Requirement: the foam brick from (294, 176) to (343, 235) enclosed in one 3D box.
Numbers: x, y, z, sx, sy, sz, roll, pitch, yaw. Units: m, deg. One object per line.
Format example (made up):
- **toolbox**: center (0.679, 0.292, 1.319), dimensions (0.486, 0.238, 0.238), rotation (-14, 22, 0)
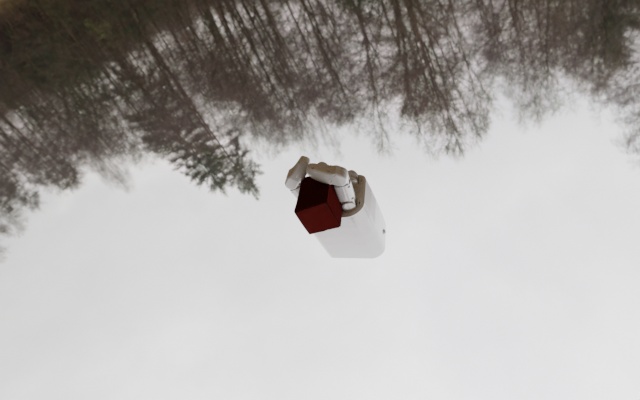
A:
- **foam brick**: center (0.000, 0.002, 0.703), dimensions (0.053, 0.051, 0.078), rotation (-15, 37, 21)
